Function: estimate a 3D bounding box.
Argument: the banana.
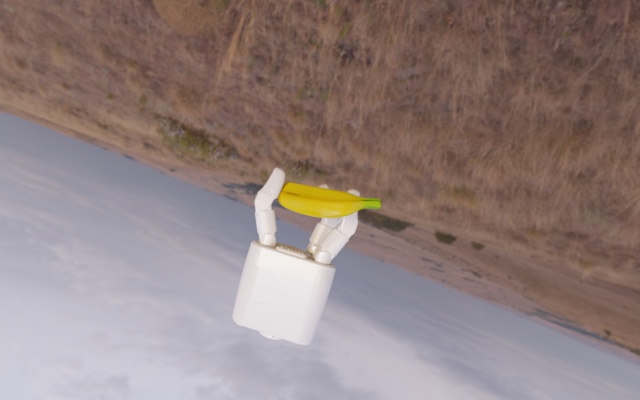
[{"bbox_3d":[-0.013,0.000,0.611,0.069,0.037,0.198,11,1,-36],"label":"banana"}]
